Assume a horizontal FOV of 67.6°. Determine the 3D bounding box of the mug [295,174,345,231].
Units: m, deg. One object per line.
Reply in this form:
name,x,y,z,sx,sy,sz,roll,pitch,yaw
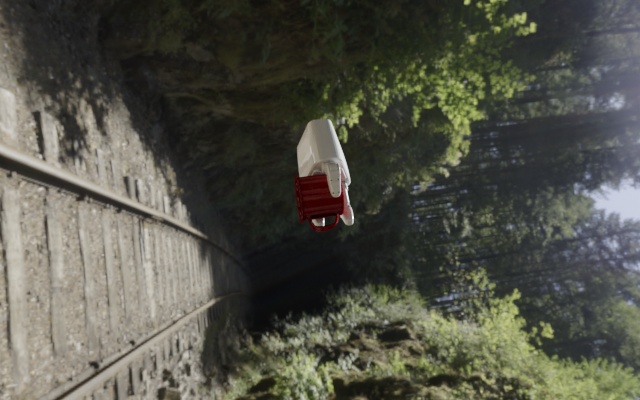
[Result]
mug,0.001,0.004,0.889,0.081,0.117,0.093,-7,-32,-7
